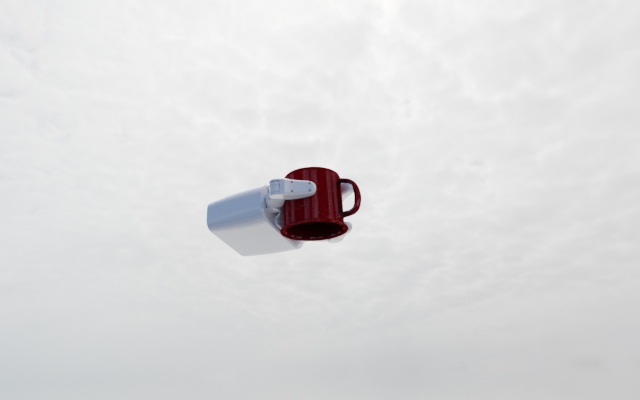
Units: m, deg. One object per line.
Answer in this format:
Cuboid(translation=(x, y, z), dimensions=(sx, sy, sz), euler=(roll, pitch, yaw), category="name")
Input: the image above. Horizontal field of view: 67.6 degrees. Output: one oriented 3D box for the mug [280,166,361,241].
Cuboid(translation=(0.001, 0.002, 0.656), dimensions=(0.117, 0.081, 0.093), euler=(-14, -23, 26), category="mug")
